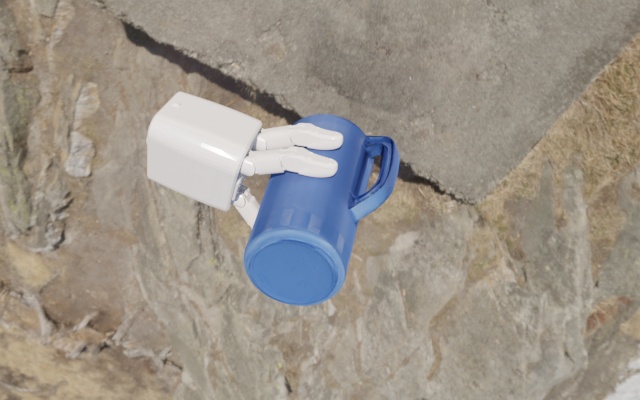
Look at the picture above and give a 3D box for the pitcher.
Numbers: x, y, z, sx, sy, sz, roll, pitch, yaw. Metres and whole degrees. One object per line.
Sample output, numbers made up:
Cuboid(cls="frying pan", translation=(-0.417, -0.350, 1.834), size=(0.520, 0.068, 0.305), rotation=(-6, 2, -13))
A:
Cuboid(cls="pitcher", translation=(0.000, 0.002, 0.575), size=(0.145, 0.149, 0.242), rotation=(23, 36, -6))
